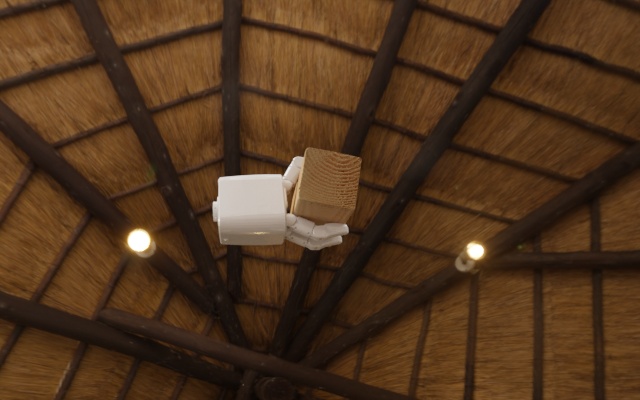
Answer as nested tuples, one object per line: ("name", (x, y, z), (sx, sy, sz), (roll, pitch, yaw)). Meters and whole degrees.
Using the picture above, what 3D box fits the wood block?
("wood block", (0.000, 0.002, 0.817), (0.090, 0.090, 0.206), (11, -22, -5))
